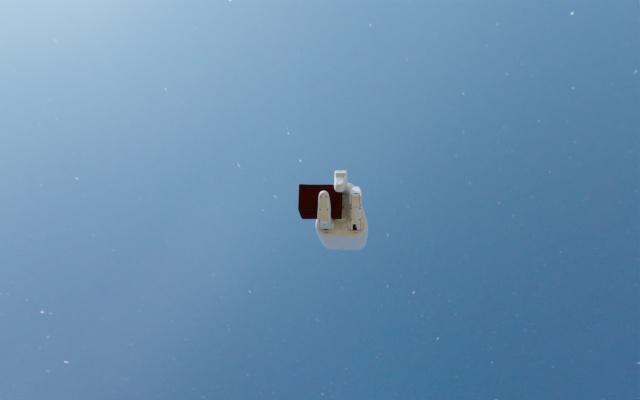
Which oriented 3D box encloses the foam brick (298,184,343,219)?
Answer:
[{"bbox_3d":[0.000,0.003,0.887,0.078,0.053,0.051,1,-22,6],"label":"foam brick"}]
